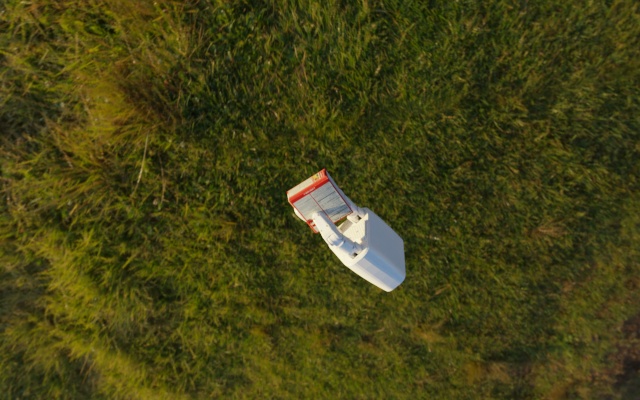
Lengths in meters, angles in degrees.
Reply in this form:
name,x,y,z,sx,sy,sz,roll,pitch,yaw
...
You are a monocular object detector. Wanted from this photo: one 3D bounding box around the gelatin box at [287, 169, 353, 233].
name,x,y,z,sx,sy,sz,roll,pitch,yaw
gelatin box,0.000,0.003,0.774,0.073,0.089,0.030,-31,37,11
